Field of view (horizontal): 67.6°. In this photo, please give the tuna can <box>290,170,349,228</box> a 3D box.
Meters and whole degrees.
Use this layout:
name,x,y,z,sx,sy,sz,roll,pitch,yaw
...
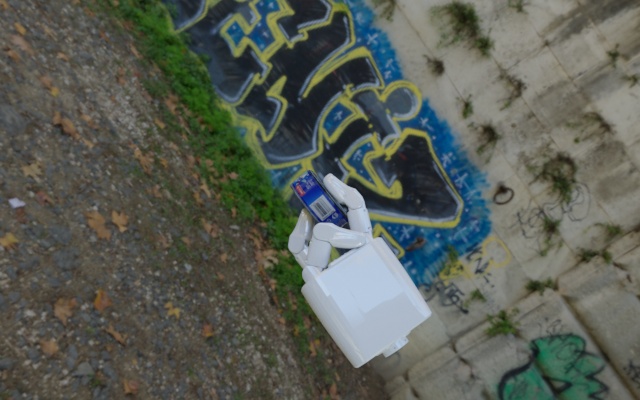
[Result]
name,x,y,z,sx,sy,sz,roll,pitch,yaw
tuna can,0.001,0.002,0.615,0.034,0.086,0.086,-39,-3,4
